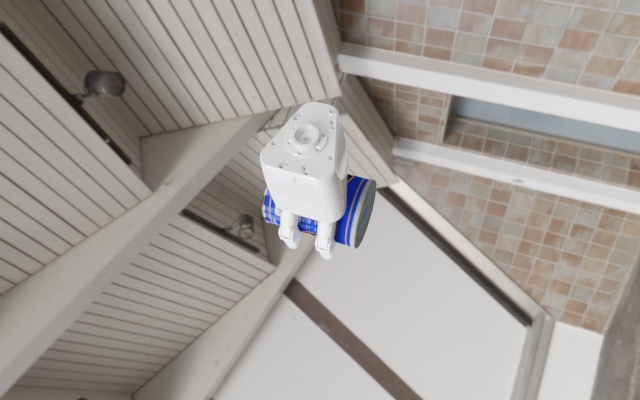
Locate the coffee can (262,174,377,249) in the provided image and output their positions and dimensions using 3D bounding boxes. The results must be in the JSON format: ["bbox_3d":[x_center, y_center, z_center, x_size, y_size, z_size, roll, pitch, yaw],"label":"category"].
[{"bbox_3d":[0.000,0.002,0.699,0.140,0.103,0.103,15,4,14],"label":"coffee can"}]
